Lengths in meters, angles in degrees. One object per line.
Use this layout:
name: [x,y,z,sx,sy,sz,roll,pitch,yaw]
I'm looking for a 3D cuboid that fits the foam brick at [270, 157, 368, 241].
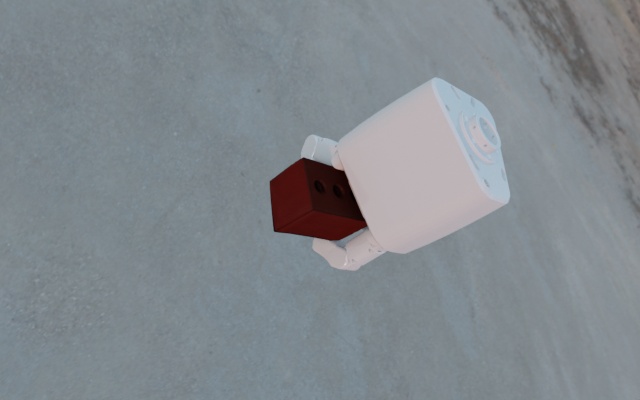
foam brick: [0.000,0.002,0.437,0.078,0.053,0.051,13,-32,-41]
